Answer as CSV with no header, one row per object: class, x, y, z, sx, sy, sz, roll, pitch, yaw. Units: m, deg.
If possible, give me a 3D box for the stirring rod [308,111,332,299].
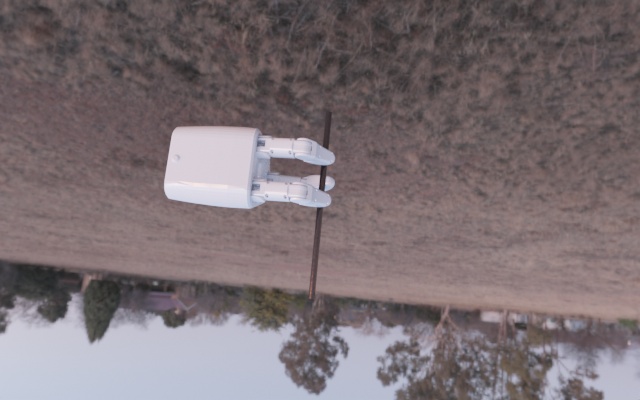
stirring rod,0.000,0.002,0.601,0.011,0.239,0.011,5,-11,1
